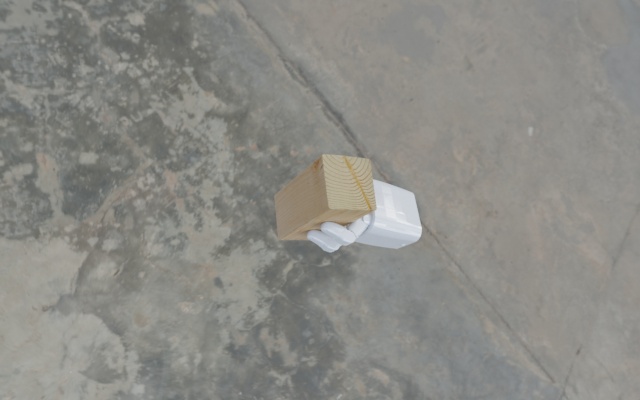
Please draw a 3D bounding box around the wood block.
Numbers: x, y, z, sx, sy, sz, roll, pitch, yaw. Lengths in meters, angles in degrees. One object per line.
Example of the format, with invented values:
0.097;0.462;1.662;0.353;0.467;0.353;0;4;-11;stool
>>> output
0.001;0.002;0.828;0.090;0.090;0.206;3;-19;-27;wood block
